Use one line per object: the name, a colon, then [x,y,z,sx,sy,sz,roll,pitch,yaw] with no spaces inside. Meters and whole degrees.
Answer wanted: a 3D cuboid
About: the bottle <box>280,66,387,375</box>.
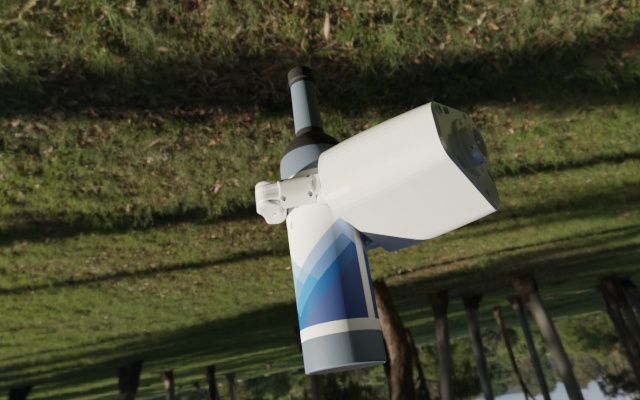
bottle: [0.000,0.002,0.442,0.069,0.295,0.069,-7,-23,-3]
